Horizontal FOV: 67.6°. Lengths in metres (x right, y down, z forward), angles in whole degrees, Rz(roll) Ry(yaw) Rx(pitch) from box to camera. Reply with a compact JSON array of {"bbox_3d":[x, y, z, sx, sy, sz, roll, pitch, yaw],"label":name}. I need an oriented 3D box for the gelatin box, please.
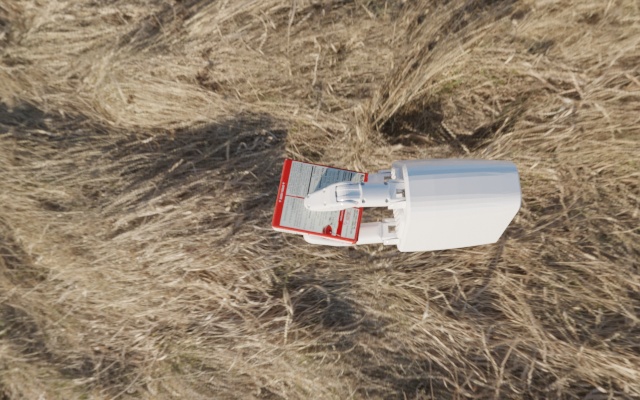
[{"bbox_3d":[0.000,0.001,0.493,0.089,0.073,0.030,10,-10,0],"label":"gelatin box"}]
